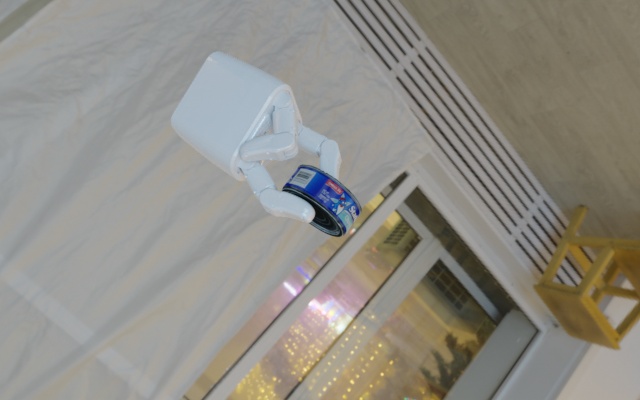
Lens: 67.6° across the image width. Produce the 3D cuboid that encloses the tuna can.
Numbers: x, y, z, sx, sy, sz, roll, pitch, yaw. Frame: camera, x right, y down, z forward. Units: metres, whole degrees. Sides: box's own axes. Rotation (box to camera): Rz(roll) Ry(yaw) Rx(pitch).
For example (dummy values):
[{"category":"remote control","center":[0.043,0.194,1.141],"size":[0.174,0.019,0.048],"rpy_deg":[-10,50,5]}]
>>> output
[{"category":"tuna can","center":[0.000,0.002,0.519],"size":[0.086,0.033,0.086],"rpy_deg":[33,-18,12]}]
